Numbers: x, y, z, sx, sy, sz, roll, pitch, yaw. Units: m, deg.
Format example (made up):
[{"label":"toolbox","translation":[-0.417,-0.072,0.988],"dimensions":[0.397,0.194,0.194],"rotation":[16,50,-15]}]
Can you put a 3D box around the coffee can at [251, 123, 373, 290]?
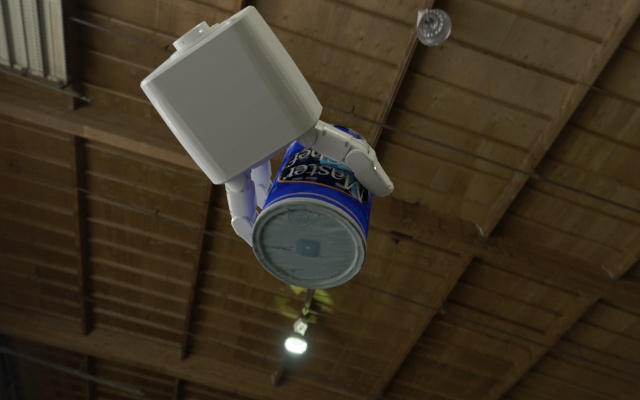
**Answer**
[{"label":"coffee can","translation":[0.000,0.002,0.472],"dimensions":[0.103,0.103,0.140],"rotation":[0,36,12]}]
